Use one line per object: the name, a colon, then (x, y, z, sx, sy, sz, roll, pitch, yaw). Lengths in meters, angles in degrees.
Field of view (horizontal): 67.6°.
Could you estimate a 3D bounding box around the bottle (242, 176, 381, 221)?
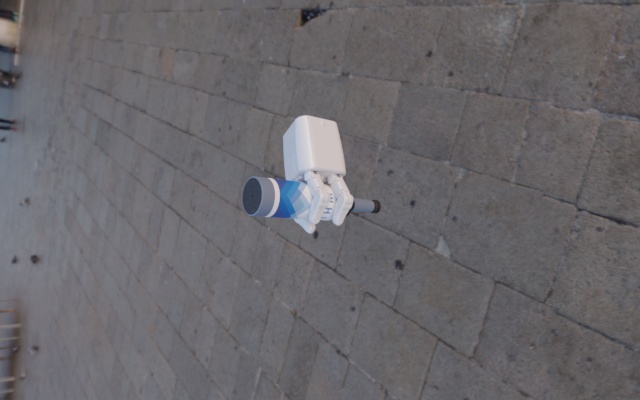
bottle: (0.000, 0.003, 0.885, 0.296, 0.069, 0.069, 5, -3, -39)
